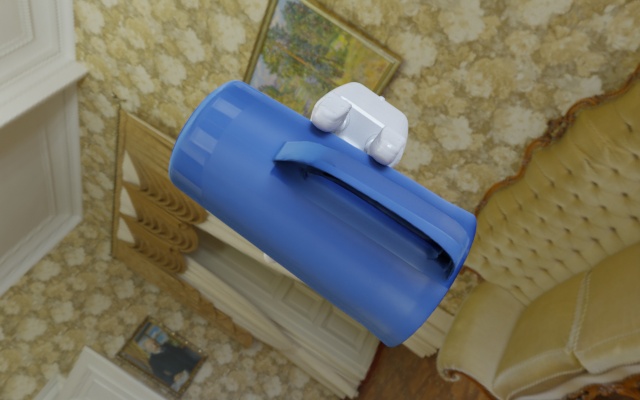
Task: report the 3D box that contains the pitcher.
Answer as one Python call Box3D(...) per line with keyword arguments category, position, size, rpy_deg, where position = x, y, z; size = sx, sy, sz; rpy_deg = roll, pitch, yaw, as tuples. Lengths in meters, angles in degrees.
Box3D(category="pitcher", position=(0.000, 0.001, 0.403), size=(0.243, 0.149, 0.145), rpy_deg=(33, 28, 1))
